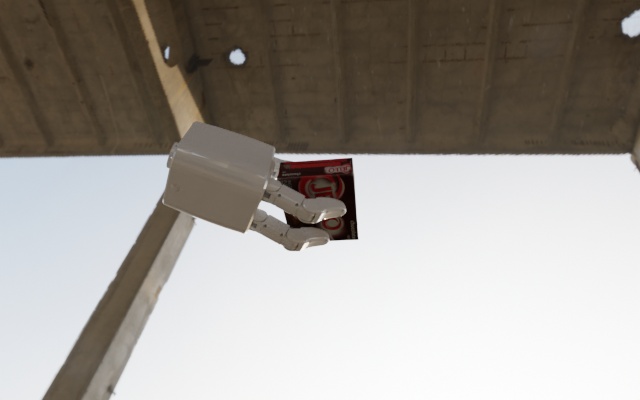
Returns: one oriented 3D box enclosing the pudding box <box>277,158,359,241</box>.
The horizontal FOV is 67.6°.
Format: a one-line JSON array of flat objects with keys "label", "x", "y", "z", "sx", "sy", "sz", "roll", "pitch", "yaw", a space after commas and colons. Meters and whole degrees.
[{"label": "pudding box", "x": 0.000, "y": 0.002, "z": 0.594, "sx": 0.090, "sy": 0.114, "sz": 0.039, "roll": -3, "pitch": 44, "yaw": 7}]
